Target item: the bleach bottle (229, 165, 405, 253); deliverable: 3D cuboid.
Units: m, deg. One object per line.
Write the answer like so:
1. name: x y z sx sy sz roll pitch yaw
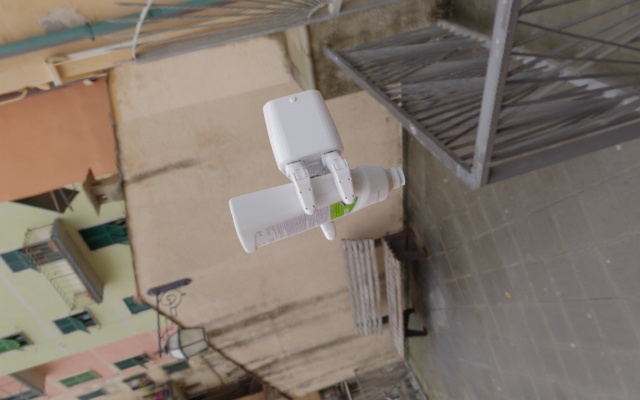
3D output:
1. bleach bottle: 0.000 0.002 0.699 0.251 0.068 0.103 -16 -21 -7
